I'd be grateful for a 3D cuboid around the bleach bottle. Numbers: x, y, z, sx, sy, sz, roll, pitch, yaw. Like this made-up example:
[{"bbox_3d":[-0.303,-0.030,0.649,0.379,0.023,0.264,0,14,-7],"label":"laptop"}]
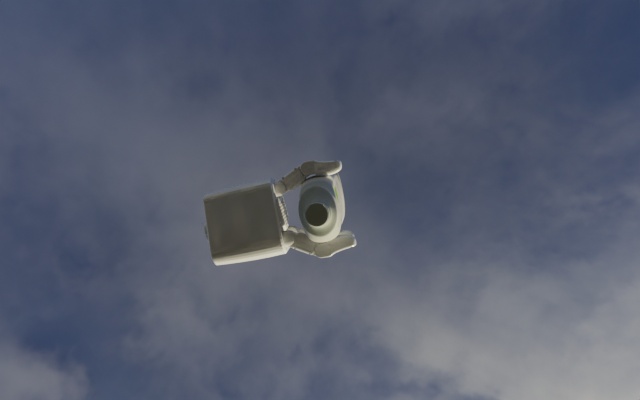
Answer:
[{"bbox_3d":[0.000,0.002,0.701,0.068,0.102,0.251,-11,3,3],"label":"bleach bottle"}]
